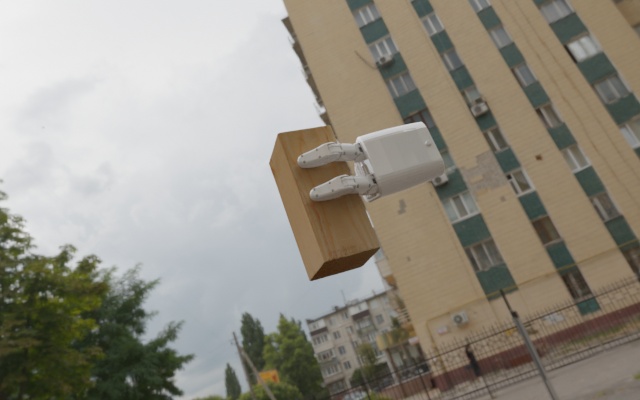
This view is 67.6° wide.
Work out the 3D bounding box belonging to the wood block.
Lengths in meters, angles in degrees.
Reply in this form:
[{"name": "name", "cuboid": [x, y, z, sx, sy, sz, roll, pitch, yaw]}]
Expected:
[{"name": "wood block", "cuboid": [0.000, 0.002, 0.716, 0.090, 0.206, 0.091, -12, -22, -20]}]
